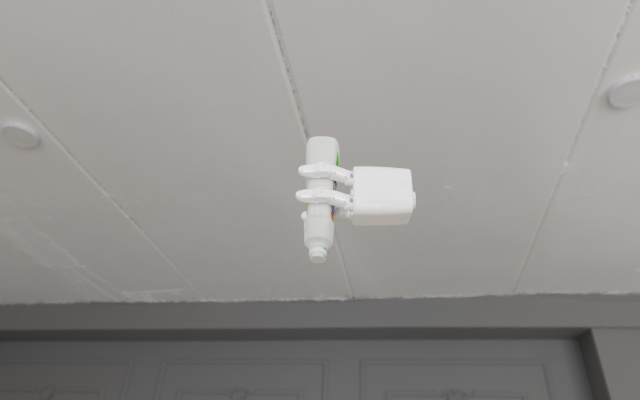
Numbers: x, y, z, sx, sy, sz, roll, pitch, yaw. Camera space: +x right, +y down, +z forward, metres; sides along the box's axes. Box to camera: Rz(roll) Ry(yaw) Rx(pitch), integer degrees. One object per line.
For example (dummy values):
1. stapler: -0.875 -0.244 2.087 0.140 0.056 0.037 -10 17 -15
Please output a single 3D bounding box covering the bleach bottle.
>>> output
1. bleach bottle: 0.000 0.003 0.900 0.068 0.250 0.103 1 -34 3
